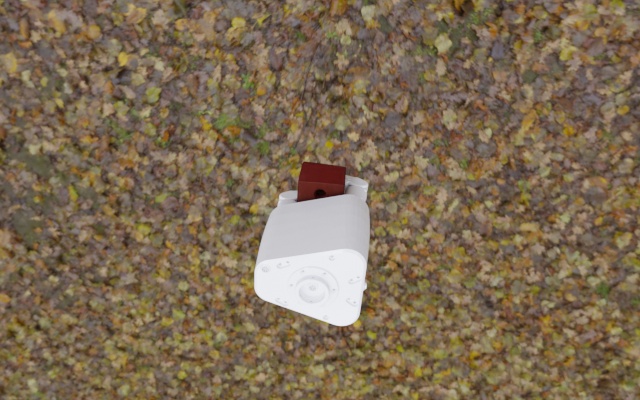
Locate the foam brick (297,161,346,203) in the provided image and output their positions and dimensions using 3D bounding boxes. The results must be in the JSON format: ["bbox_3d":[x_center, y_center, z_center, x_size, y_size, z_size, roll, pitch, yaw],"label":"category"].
[{"bbox_3d":[0.000,0.002,0.557,0.053,0.078,0.051,6,28,2],"label":"foam brick"}]
